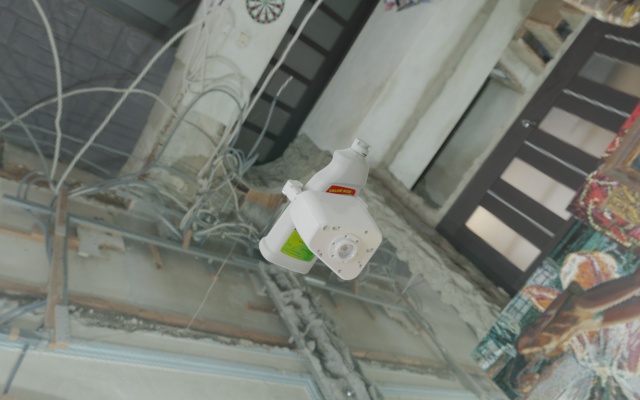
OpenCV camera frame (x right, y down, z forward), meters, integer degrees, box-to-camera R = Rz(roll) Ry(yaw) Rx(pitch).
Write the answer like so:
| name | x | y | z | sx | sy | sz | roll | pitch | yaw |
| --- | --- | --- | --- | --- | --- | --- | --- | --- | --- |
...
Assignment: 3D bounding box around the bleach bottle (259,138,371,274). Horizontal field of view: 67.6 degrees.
| name | x | y | z | sx | sy | sz | roll | pitch | yaw |
| --- | --- | --- | --- | --- | --- | --- | --- | --- | --- |
| bleach bottle | 0.000 | 0.003 | 0.819 | 0.102 | 0.251 | 0.068 | 25 | 15 | -28 |
